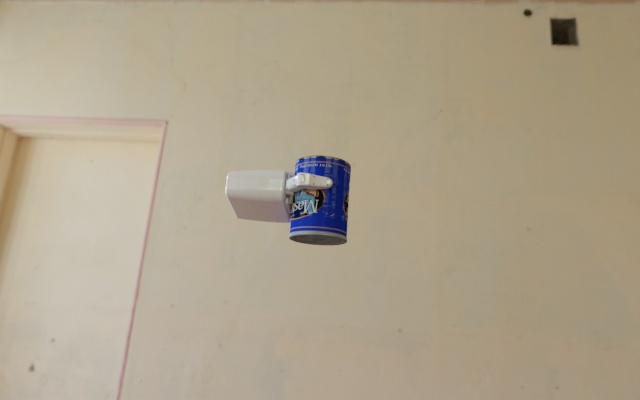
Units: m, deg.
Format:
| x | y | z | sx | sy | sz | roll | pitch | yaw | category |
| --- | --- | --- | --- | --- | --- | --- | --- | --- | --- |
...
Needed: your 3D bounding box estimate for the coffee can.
| x | y | z | sx | sy | sz | roll | pitch | yaw | category |
| --- | --- | --- | --- | --- | --- | --- | --- | --- | --- |
| 0.000 | 0.003 | 0.854 | 0.103 | 0.140 | 0.103 | 4 | -15 | 1 | coffee can |
